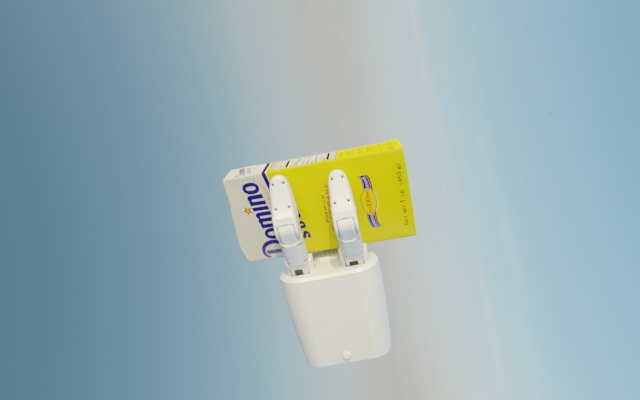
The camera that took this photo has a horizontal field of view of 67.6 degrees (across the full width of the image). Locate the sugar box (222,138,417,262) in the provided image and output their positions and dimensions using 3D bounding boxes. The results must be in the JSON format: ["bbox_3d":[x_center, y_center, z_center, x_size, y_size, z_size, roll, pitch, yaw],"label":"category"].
[{"bbox_3d":[0.000,0.002,0.477,0.176,0.093,0.048,-11,18,5],"label":"sugar box"}]
